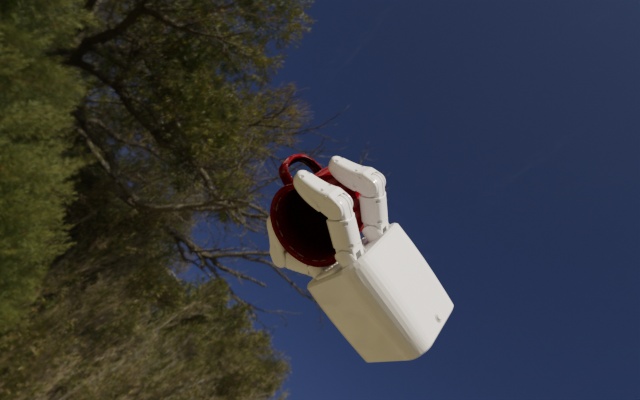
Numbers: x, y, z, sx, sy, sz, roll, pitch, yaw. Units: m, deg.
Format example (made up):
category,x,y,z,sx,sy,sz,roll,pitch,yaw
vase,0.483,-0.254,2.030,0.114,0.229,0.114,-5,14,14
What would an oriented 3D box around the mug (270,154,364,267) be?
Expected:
category,x,y,z,sx,sy,sz,roll,pitch,yaw
mug,-0.001,0.000,0.511,0.093,0.117,0.081,-36,0,41
